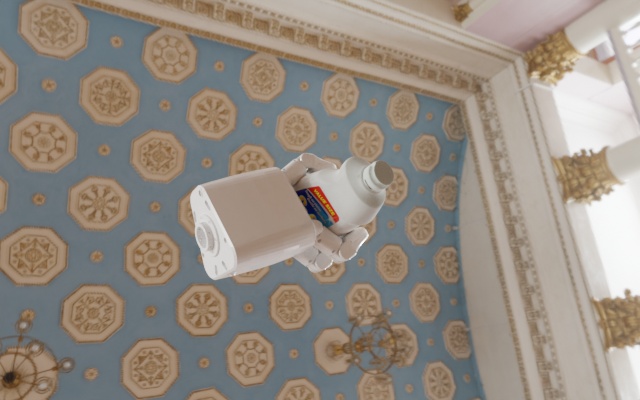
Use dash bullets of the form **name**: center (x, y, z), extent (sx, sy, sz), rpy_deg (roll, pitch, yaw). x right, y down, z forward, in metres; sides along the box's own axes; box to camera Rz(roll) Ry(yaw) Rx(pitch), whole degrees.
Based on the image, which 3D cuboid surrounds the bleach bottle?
- **bleach bottle**: center (0.000, 0.002, 0.613), extent (0.068, 0.102, 0.251), rpy_deg (-15, -10, -36)
